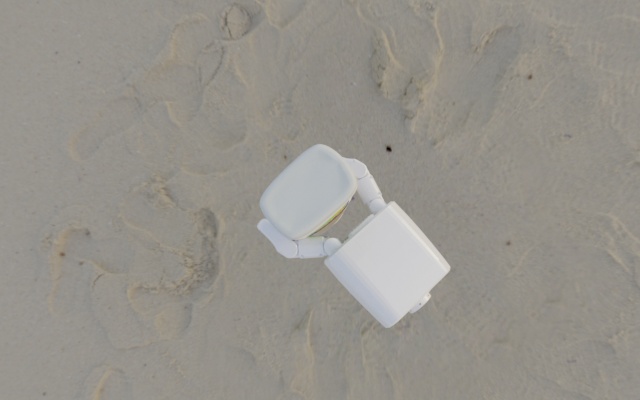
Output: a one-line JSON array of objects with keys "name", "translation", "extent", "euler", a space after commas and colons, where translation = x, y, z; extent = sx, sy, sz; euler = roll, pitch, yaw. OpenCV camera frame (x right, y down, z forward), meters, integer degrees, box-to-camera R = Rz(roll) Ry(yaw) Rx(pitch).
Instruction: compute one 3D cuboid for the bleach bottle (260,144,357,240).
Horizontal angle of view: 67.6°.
[{"name": "bleach bottle", "translation": [0.000, 0.002, 0.597], "extent": [0.102, 0.068, 0.251], "euler": [-42, -8, 2]}]
